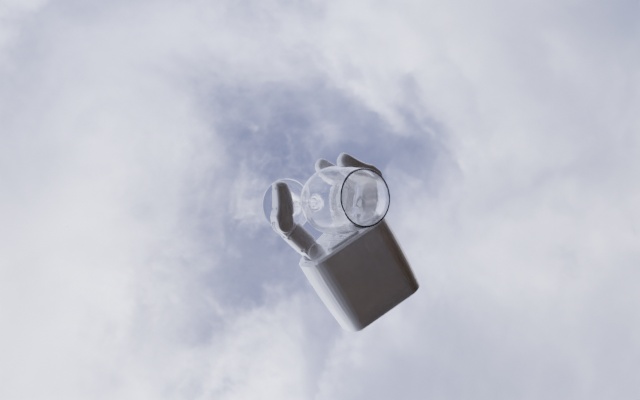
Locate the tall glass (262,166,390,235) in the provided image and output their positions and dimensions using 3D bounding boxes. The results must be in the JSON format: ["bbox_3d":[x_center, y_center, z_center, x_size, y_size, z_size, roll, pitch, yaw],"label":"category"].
[{"bbox_3d":[0.000,0.002,0.576,0.079,0.079,0.201,0,-3,-28],"label":"tall glass"}]
